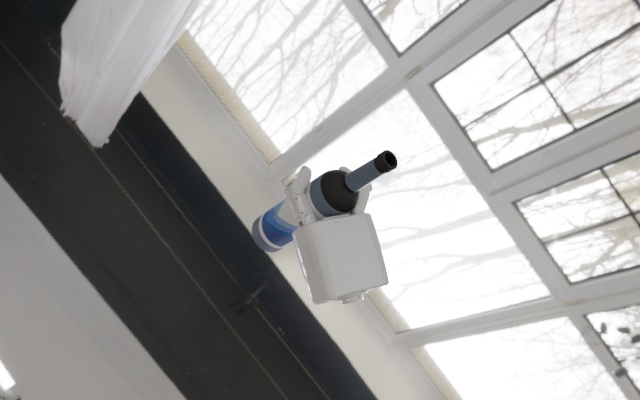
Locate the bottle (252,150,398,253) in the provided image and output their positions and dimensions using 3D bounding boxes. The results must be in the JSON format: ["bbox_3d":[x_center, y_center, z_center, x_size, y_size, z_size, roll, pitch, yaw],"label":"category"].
[{"bbox_3d":[0.000,0.002,0.703,0.069,0.069,0.296,0,-22,-40],"label":"bottle"}]
